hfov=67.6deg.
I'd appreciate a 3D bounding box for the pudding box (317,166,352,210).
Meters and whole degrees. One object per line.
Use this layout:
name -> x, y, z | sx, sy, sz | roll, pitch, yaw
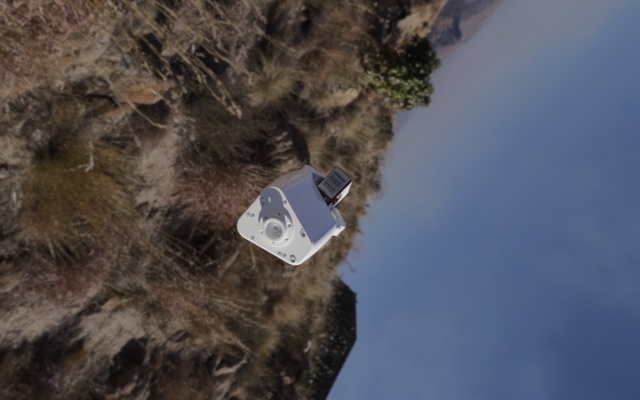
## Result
pudding box -> 0.000, 0.003, 0.792 | 0.113, 0.039, 0.090 | -44, -6, -7
